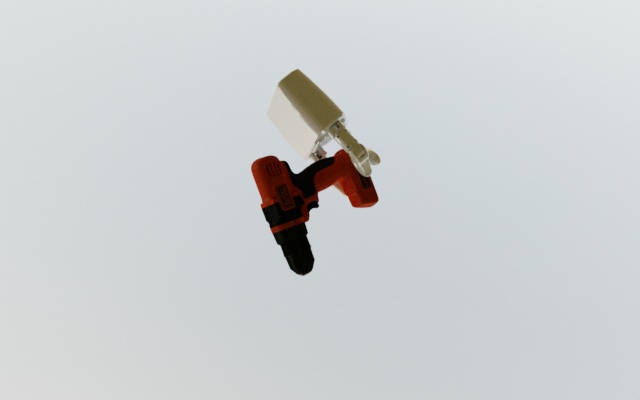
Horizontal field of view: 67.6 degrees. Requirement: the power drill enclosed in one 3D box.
[{"bbox_3d":[0.000,0.002,0.738,0.187,0.184,0.057,-21,2,-34],"label":"power drill"}]
